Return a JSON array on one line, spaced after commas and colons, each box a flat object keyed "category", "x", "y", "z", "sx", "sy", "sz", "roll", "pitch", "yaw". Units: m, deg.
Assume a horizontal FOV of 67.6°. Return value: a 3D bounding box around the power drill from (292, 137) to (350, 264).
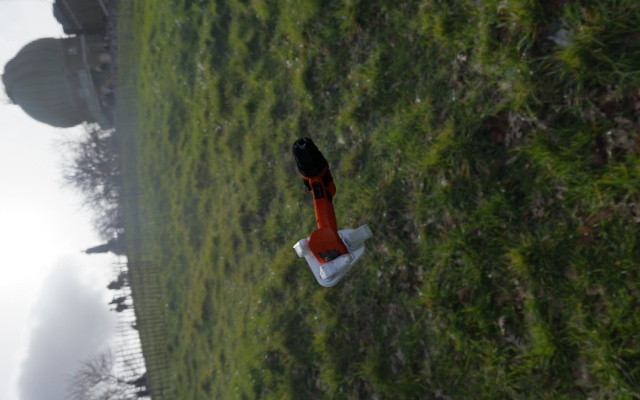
[{"category": "power drill", "x": 0.000, "y": 0.003, "z": 0.833, "sx": 0.057, "sy": 0.187, "sz": 0.184, "roll": -14, "pitch": -29, "yaw": 11}]
